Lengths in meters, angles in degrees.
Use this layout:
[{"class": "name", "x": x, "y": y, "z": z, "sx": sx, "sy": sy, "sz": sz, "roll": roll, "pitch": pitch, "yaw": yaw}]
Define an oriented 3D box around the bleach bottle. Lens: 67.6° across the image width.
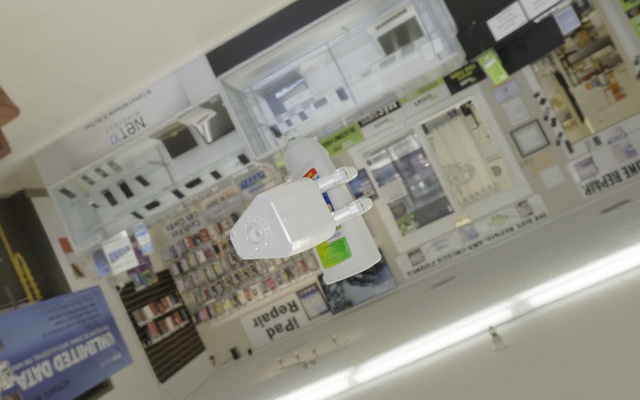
[{"class": "bleach bottle", "x": 0.000, "y": 0.003, "z": 0.775, "sx": 0.102, "sy": 0.251, "sz": 0.068, "roll": -29, "pitch": -4, "yaw": 37}]
